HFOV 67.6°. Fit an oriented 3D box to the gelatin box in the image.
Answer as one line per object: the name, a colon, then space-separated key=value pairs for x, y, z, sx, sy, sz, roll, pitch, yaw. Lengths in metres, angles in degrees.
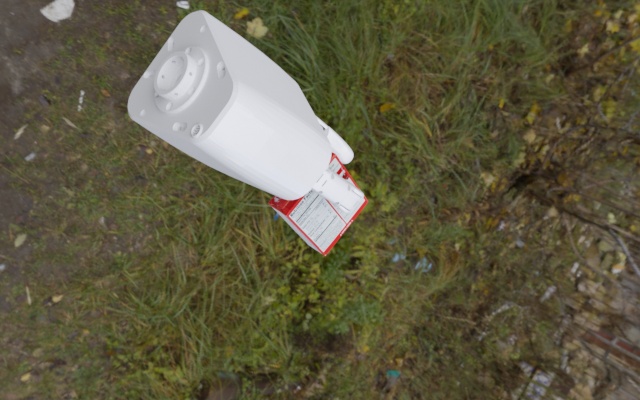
gelatin box: x=0.001 y=0.002 z=0.462 sx=0.030 sy=0.073 sz=0.089 roll=30 pitch=-13 yaw=40
